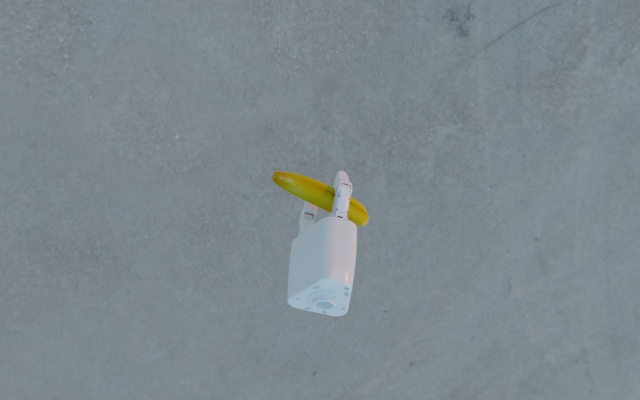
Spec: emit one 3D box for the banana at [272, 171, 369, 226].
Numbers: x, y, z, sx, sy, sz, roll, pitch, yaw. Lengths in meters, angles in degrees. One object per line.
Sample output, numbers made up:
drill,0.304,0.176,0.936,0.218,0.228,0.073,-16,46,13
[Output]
banana,0.014,0.003,0.767,0.198,0.037,0.069,29,-21,-33
